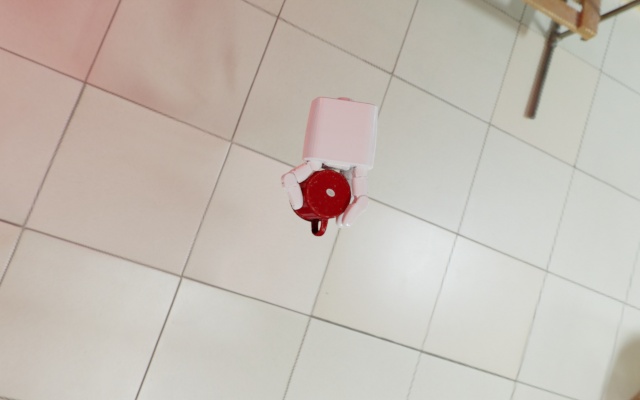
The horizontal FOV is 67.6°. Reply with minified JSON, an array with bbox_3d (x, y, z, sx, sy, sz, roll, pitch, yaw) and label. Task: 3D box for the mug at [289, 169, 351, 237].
[{"bbox_3d":[0.000,0.004,0.808,0.093,0.117,0.081,8,-5,-19],"label":"mug"}]
